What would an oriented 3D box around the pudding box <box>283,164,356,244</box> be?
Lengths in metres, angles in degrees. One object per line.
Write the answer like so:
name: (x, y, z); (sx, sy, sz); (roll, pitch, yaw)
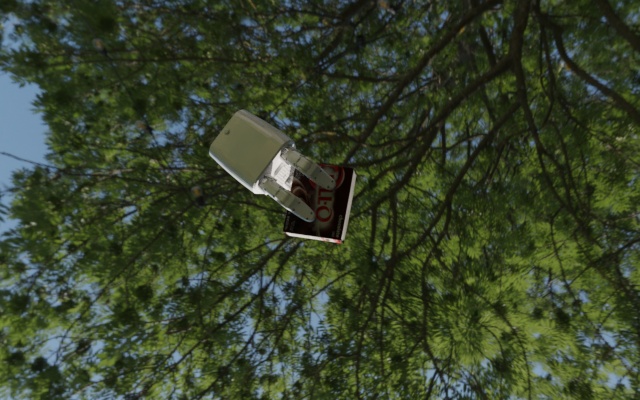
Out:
pudding box: (0.000, 0.002, 0.713); (0.090, 0.113, 0.039); (7, -10, 15)
